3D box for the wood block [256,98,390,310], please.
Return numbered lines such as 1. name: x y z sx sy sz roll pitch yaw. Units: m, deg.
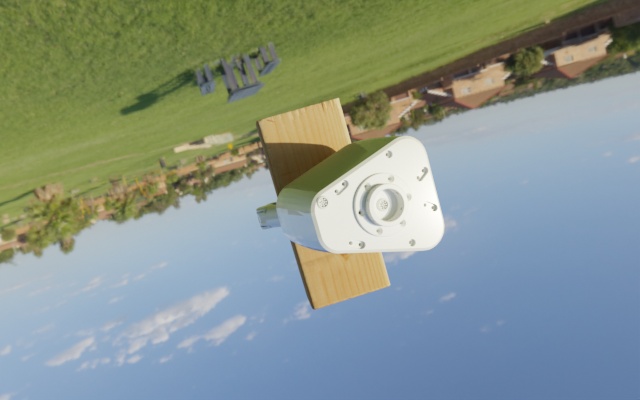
1. wood block: 0.000 0.002 0.537 0.091 0.206 0.090 -16 6 -5
